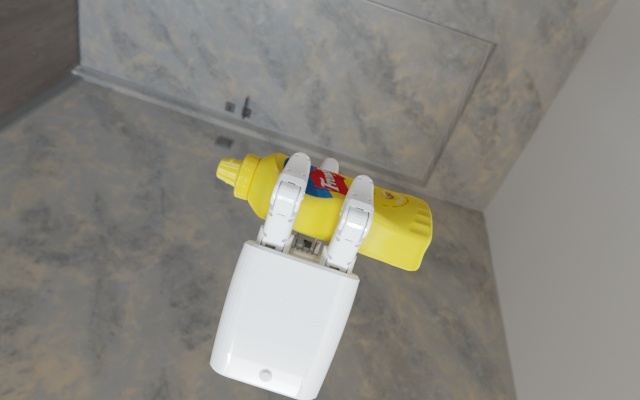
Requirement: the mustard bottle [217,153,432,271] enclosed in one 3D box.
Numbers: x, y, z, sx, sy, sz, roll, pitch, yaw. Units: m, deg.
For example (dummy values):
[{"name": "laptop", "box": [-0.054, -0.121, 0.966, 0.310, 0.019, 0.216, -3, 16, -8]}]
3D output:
[{"name": "mustard bottle", "box": [0.000, 0.001, 0.431, 0.191, 0.058, 0.096, 18, 22, -2]}]
